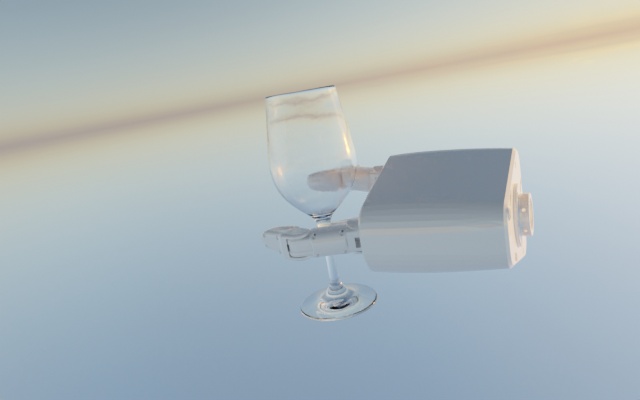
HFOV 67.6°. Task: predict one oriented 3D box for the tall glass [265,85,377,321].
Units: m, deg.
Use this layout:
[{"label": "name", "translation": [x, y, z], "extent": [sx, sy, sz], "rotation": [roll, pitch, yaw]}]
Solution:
[{"label": "tall glass", "translation": [0.000, 0.002, 0.433], "extent": [0.079, 0.201, 0.079], "rotation": [-10, 13, 2]}]
